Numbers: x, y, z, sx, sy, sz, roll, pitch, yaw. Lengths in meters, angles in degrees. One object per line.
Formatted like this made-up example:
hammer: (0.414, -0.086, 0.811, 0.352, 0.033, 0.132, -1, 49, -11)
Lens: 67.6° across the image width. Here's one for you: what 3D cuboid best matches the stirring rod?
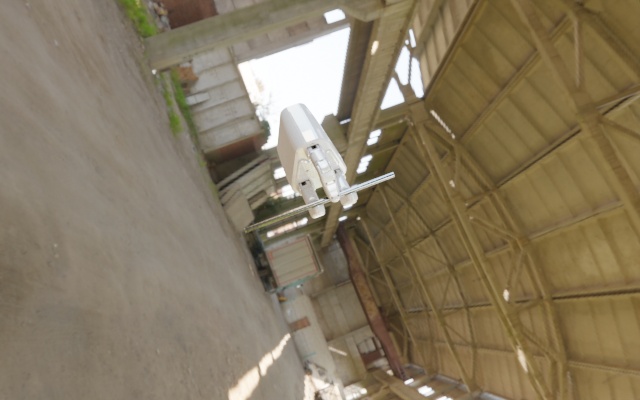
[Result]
stirring rod: (0.000, 0.002, 0.718, 0.239, 0.011, 0.011, -21, 2, -7)
